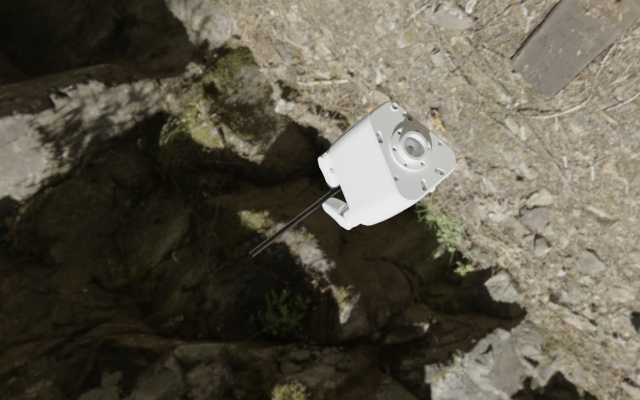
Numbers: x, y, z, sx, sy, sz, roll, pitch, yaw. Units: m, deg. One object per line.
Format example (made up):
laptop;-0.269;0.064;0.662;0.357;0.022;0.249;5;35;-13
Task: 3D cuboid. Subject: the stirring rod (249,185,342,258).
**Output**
stirring rod;0.000;0.002;0.646;0.239;0.011;0.011;-37;17;-24
